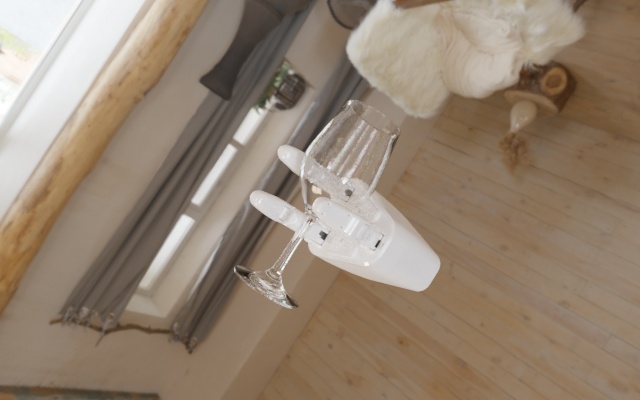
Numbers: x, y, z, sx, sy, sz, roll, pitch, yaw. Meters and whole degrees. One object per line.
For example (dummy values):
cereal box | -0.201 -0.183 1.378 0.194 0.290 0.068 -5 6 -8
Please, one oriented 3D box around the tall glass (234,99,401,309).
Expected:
tall glass | 0.000 0.002 0.470 0.079 0.201 0.079 32 -1 0
